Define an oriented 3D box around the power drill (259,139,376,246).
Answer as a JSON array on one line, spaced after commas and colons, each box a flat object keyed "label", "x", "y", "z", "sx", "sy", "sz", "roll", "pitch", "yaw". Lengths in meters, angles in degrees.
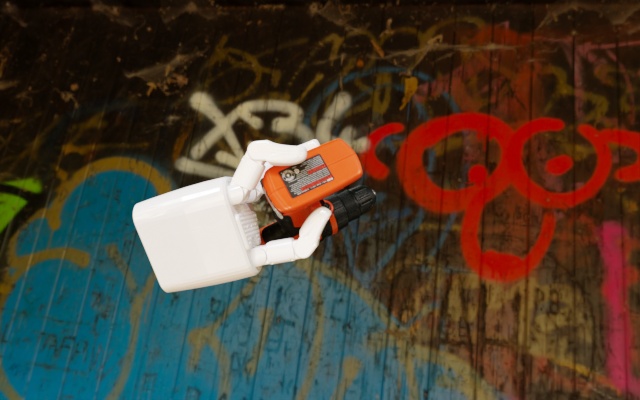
[{"label": "power drill", "x": 0.000, "y": 0.002, "z": 0.587, "sx": 0.184, "sy": 0.057, "sz": 0.188, "roll": -27, "pitch": -20, "yaw": -15}]
